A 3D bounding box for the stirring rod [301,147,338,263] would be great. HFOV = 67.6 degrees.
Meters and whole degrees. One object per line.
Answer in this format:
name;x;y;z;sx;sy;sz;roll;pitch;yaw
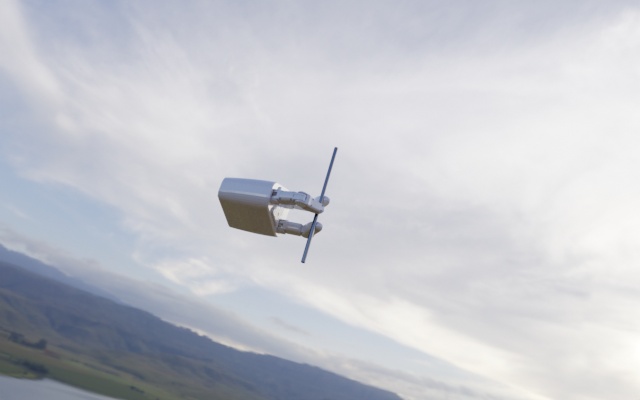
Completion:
stirring rod;0.000;0.003;0.879;0.011;0.239;0.011;13;-25;6
